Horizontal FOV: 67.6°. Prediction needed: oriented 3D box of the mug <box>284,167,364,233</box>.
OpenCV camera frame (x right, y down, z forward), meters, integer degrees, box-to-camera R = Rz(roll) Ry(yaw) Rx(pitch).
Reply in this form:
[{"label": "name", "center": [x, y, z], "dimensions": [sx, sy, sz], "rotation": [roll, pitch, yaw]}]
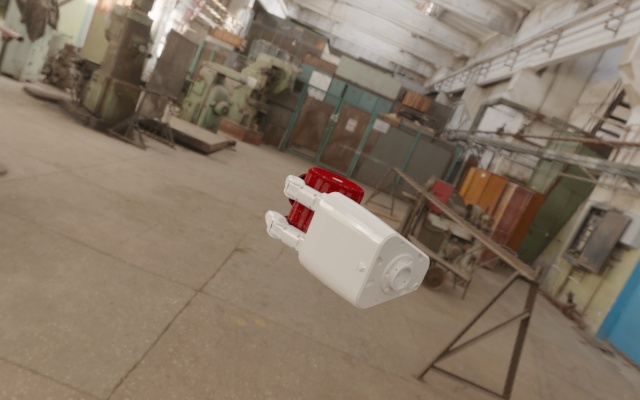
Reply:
[{"label": "mug", "center": [-0.001, 0.001, 0.651], "dimensions": [0.093, 0.081, 0.117], "rotation": [13, 15, -45]}]
